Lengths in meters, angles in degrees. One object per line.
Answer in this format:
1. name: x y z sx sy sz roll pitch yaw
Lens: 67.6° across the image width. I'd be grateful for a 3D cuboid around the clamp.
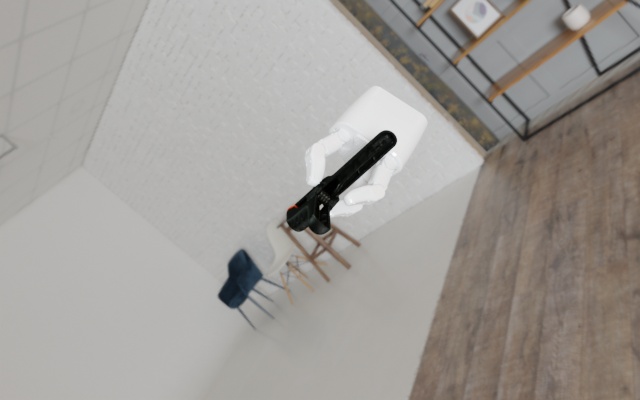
1. clamp: -0.001 0.001 0.619 0.164 0.036 0.210 -51 10 -34
